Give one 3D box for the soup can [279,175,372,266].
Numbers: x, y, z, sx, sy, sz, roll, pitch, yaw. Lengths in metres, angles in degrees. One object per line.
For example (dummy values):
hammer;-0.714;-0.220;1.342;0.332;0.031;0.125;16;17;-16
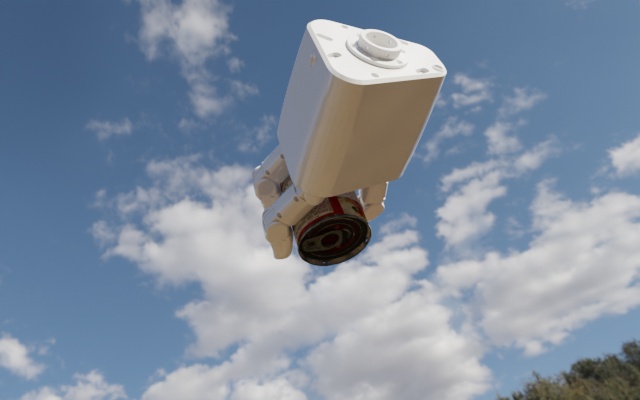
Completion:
soup can;0.000;0.002;0.455;0.068;0.102;0.069;-11;-42;-10
